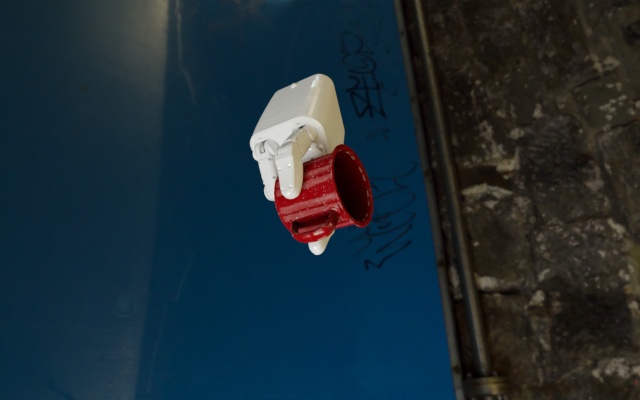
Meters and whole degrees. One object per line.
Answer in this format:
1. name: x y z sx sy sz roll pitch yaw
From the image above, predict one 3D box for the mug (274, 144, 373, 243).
1. mug: 0.000 0.003 0.526 0.081 0.117 0.093 -17 -52 28
